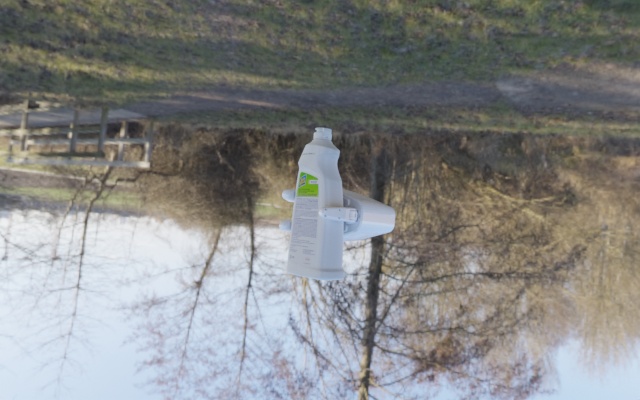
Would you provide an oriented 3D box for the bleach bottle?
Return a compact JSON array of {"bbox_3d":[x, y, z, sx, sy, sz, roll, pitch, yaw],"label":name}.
[{"bbox_3d":[0.000,0.003,0.808,0.102,0.251,0.068,3,-3,44],"label":"bleach bottle"}]
